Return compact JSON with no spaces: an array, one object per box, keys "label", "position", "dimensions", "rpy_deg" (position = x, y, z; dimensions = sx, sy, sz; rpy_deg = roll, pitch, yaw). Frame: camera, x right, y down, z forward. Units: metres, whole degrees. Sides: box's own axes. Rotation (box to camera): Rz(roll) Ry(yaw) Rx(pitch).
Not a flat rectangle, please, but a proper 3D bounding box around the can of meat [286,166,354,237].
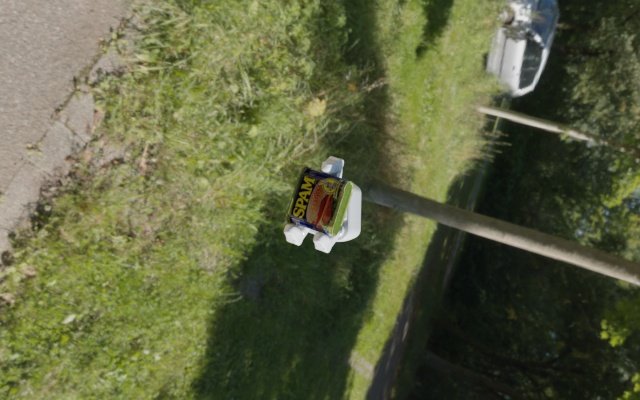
[{"label":"can of meat","position":[0.000,0.003,0.799],"dimensions":[0.084,0.102,0.057],"rpy_deg":[18,0,18]}]
